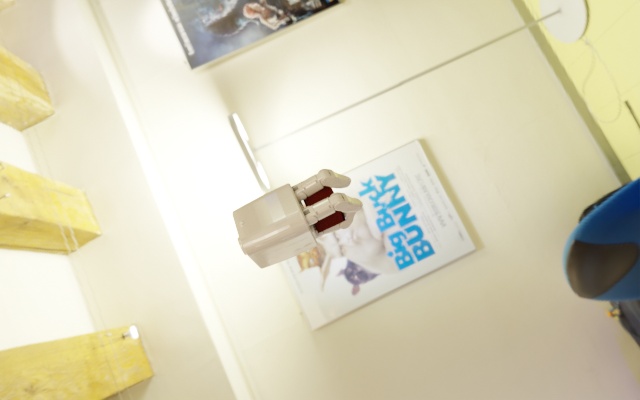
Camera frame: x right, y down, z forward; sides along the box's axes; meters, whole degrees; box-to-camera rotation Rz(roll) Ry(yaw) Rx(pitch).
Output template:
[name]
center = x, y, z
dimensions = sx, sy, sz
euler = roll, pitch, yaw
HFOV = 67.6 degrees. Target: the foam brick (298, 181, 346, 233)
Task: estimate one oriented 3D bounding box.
[foam brick]
center = 0.000, 0.002, 0.791
dimensions = 0.051, 0.078, 0.053
euler = -25, -42, -2
